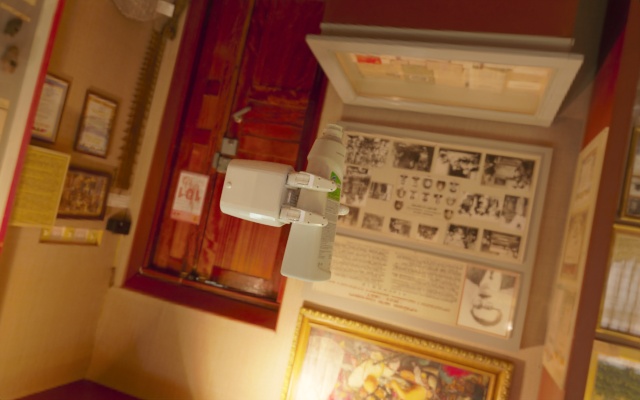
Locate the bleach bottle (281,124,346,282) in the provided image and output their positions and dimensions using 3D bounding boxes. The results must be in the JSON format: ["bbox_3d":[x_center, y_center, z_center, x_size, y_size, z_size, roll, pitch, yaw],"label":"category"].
[{"bbox_3d":[0.000,0.003,0.777,0.068,0.251,0.102,11,-3,20],"label":"bleach bottle"}]
